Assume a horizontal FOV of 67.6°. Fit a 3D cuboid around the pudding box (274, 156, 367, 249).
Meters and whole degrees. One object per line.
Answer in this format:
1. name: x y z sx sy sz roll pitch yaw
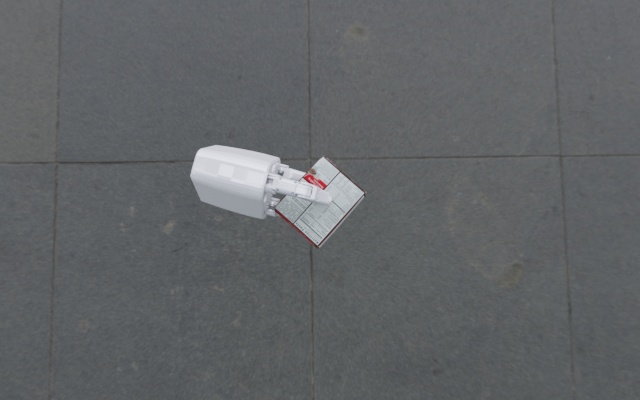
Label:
1. pudding box: 0.000 0.002 0.718 0.090 0.113 0.039 42 -3 5
